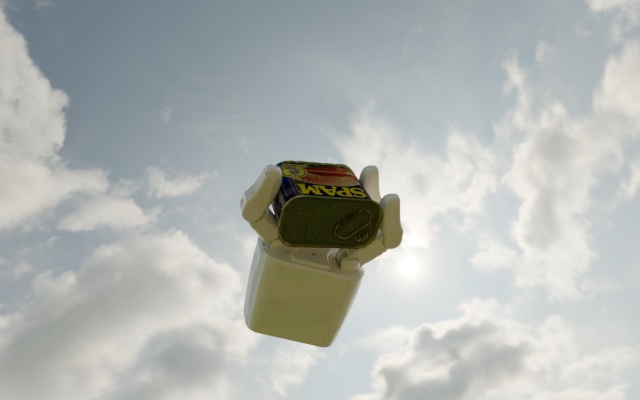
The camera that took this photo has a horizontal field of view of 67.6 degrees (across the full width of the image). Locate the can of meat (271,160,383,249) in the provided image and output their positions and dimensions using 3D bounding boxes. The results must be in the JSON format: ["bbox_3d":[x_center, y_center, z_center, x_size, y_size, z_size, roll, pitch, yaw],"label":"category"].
[{"bbox_3d":[0.000,0.001,0.488,0.102,0.057,0.084,3,30,-19],"label":"can of meat"}]
